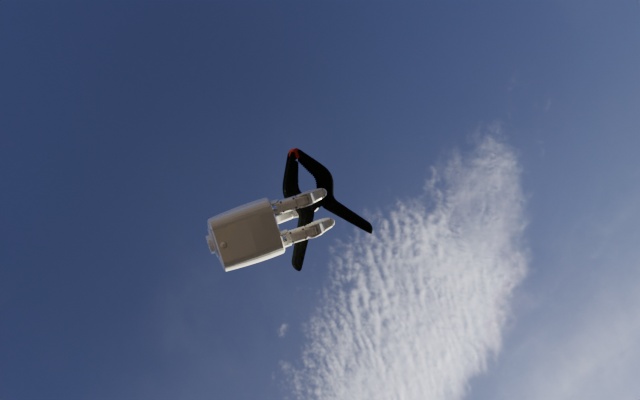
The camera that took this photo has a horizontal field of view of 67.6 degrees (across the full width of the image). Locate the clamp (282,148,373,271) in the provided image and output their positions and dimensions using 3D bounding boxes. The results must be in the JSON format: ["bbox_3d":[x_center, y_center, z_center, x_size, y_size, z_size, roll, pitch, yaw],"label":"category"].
[{"bbox_3d":[-0.001,0.002,0.855,0.164,0.210,0.036,-19,9,-18],"label":"clamp"}]
